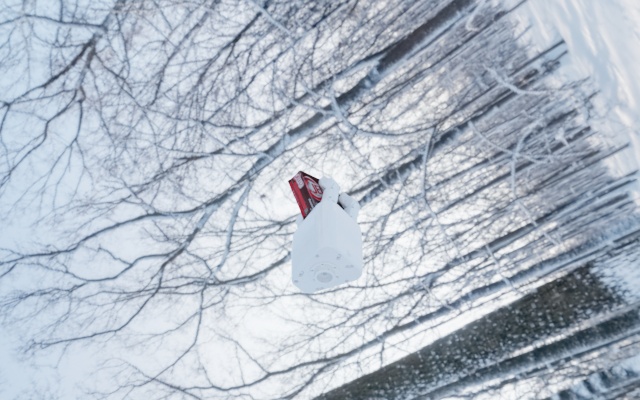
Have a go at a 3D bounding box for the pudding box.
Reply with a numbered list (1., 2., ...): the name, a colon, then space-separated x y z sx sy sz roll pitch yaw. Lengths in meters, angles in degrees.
1. pudding box: 0.000 0.003 0.863 0.039 0.090 0.113 -36 -33 21
